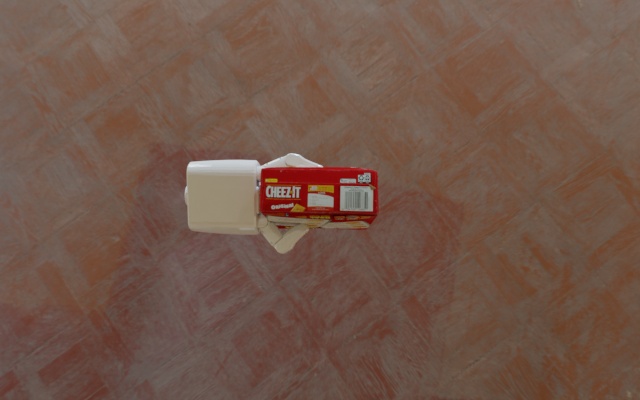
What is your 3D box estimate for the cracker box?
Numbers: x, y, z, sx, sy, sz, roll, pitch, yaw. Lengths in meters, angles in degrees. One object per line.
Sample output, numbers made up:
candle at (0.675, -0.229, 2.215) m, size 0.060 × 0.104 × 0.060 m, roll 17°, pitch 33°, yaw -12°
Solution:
cracker box at (0.000, 0.003, 0.751) m, size 0.164 × 0.072 × 0.214 m, roll 1°, pitch -9°, yaw 1°
